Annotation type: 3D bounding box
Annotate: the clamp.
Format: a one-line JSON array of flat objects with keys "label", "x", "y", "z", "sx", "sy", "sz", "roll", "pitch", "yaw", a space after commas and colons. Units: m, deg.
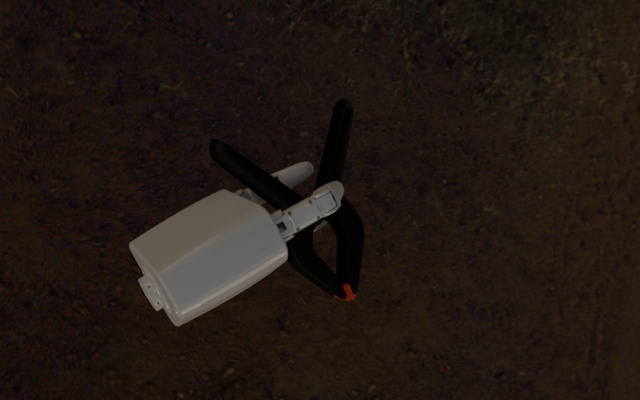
[{"label": "clamp", "x": 0.000, "y": 0.002, "z": 0.501, "sx": 0.164, "sy": 0.210, "sz": 0.036, "roll": -30, "pitch": 11, "yaw": -24}]
